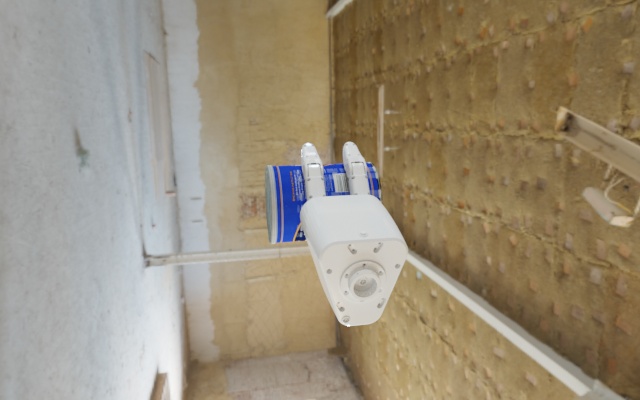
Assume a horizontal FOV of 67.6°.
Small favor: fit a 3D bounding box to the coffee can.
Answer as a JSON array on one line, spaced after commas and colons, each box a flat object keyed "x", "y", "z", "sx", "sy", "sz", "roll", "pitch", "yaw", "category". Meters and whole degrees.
[{"x": 0.000, "y": 0.002, "z": 0.635, "sx": 0.140, "sy": 0.103, "sz": 0.103, "roll": -3, "pitch": 0, "yaw": -10, "category": "coffee can"}]
